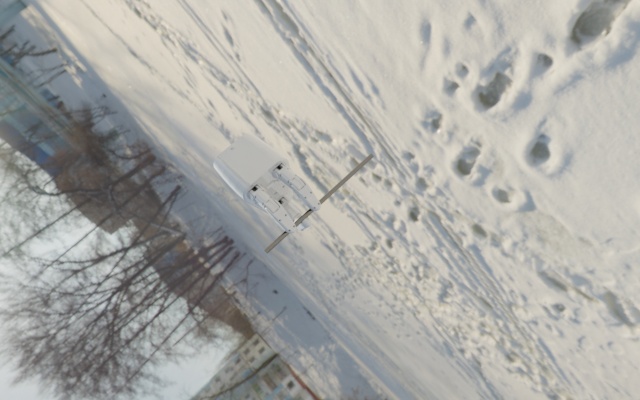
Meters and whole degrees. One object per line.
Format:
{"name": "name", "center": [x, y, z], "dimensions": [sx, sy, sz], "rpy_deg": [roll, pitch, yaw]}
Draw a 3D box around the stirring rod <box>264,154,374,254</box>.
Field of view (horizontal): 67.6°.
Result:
{"name": "stirring rod", "center": [0.000, 0.002, 0.783], "dimensions": [0.239, 0.011, 0.011], "rpy_deg": [-42, 10, -12]}
